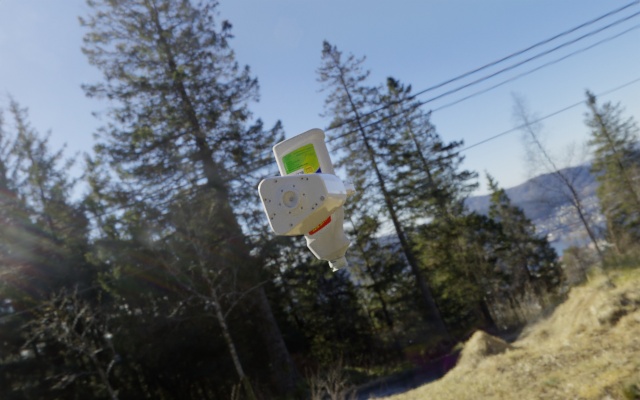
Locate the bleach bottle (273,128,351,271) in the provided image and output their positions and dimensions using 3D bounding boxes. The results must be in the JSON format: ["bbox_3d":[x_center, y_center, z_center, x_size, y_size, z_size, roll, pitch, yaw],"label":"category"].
[{"bbox_3d":[0.000,0.003,0.870,0.102,0.251,0.068,-22,-6,15],"label":"bleach bottle"}]
